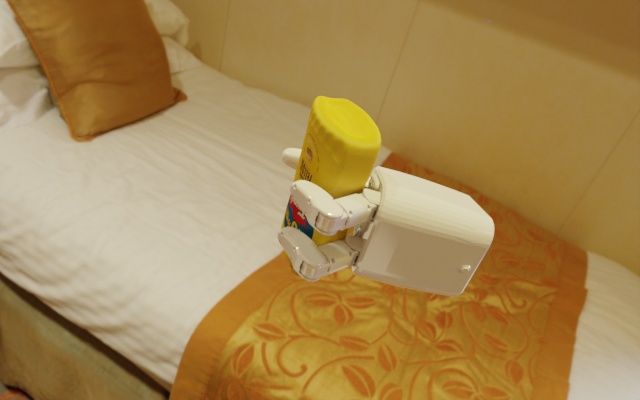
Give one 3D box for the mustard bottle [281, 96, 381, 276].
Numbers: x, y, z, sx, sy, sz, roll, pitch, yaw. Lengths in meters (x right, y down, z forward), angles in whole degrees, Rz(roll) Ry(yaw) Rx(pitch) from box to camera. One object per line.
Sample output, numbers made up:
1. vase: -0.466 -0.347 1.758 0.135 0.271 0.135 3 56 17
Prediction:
1. mustard bottle: 0.000 0.001 0.477 0.058 0.192 0.096 1 37 -24
